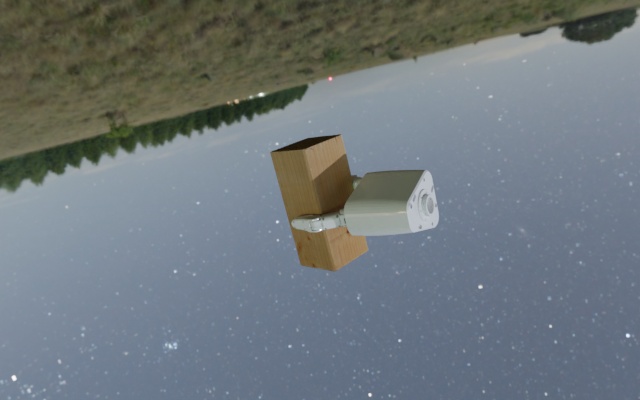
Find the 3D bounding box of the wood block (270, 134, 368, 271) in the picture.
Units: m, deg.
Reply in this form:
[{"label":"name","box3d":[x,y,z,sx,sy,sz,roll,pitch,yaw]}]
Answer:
[{"label":"wood block","box3d":[0.000,0.003,0.802,0.091,0.206,0.090,-26,19,-39]}]
